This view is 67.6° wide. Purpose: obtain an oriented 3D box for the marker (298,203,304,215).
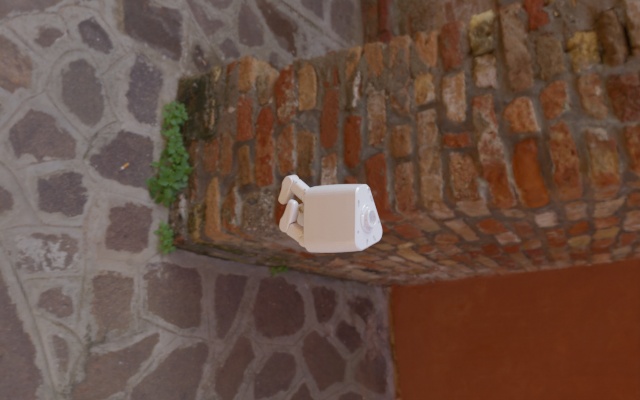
[{"bbox_3d":[0.000,0.003,0.884,0.020,0.020,0.121,0,12,35],"label":"marker"}]
